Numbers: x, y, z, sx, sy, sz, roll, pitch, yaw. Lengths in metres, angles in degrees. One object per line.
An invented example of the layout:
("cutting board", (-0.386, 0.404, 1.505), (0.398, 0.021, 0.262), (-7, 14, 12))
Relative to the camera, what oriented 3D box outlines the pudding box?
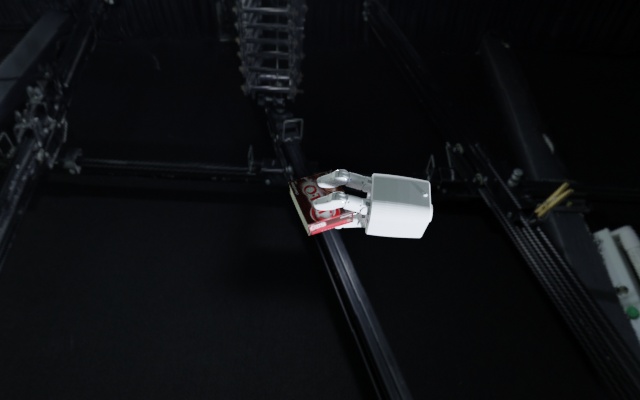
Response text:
("pudding box", (0.000, 0.003, 0.889), (0.090, 0.113, 0.039), (-16, -40, -14))
